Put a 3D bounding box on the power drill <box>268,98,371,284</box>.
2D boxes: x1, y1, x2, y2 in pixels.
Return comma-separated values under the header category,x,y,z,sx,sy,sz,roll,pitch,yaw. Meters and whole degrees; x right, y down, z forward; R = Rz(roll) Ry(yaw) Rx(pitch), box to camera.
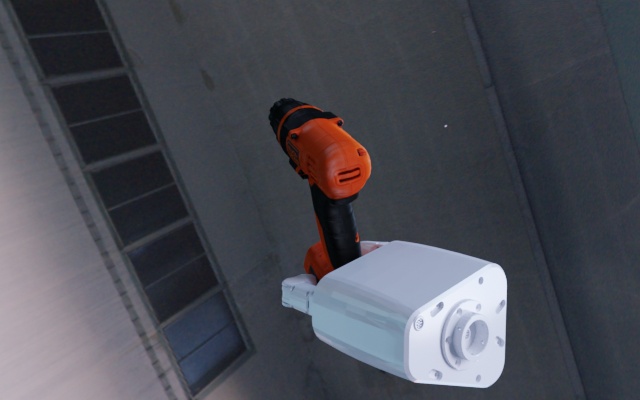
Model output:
category,x,y,z,sx,sy,sz,roll,pitch,yaw
power drill,0.000,0.002,0.467,0.057,0.188,0.184,-18,30,-11
